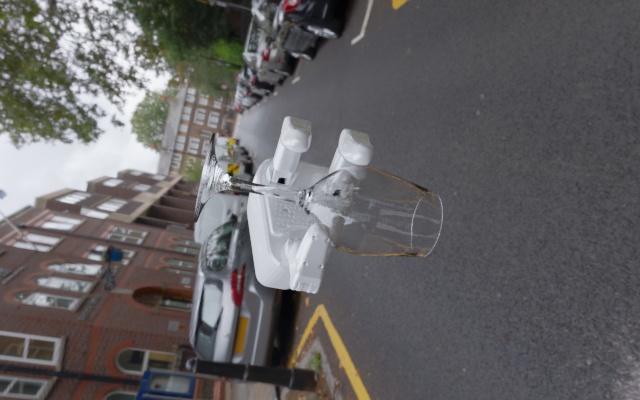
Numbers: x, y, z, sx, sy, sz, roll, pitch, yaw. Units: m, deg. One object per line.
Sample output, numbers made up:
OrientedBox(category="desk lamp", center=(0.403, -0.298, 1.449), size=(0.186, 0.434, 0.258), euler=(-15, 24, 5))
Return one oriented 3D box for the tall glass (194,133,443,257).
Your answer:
OrientedBox(category="tall glass", center=(-0.001, 0.001, 0.409), size=(0.201, 0.079, 0.079), euler=(12, -3, -12))
